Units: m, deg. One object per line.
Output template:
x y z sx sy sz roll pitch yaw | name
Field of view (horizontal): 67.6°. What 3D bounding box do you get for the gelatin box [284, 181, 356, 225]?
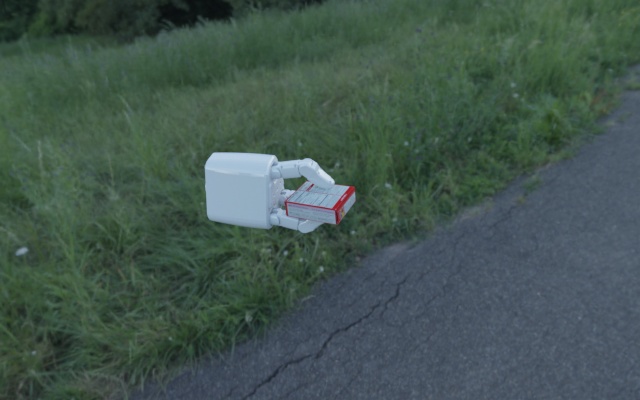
0.000 0.002 0.734 0.089 0.030 0.073 8 32 25 | gelatin box
